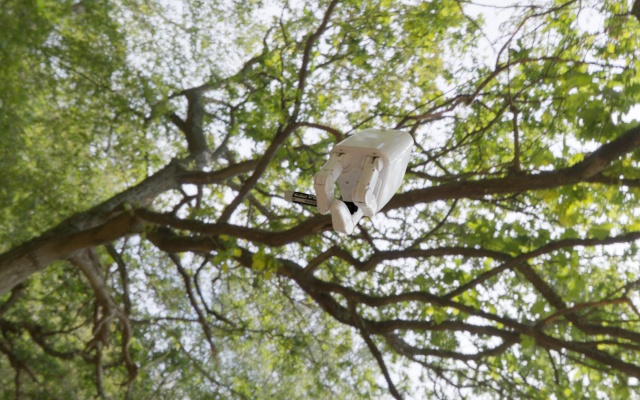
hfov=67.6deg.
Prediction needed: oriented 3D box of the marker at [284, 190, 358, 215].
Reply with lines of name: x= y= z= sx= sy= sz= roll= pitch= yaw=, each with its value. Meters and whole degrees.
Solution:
marker: x=0.000 y=0.002 z=0.705 sx=0.121 sy=0.020 sz=0.020 roll=11 pitch=5 yaw=30
